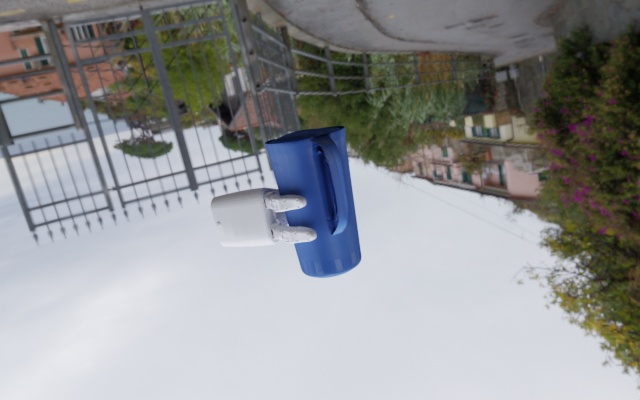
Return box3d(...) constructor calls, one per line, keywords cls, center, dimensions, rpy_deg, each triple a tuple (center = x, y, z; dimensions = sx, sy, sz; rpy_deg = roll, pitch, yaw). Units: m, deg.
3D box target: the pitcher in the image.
box3d(cls="pitcher", center=(0.000, 0.003, 0.795), dimensions=(0.145, 0.243, 0.149), rpy_deg=(-7, 14, 23))
